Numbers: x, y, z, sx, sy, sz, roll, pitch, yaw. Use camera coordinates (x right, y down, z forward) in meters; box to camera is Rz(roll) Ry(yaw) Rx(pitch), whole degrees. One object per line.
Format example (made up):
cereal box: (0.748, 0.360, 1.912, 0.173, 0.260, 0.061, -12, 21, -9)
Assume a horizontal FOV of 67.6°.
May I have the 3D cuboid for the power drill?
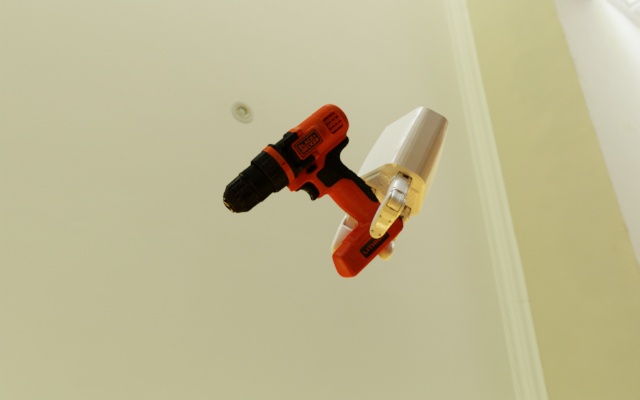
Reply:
power drill: (0.001, 0.002, 0.584, 0.184, 0.188, 0.057, -41, 14, -14)
